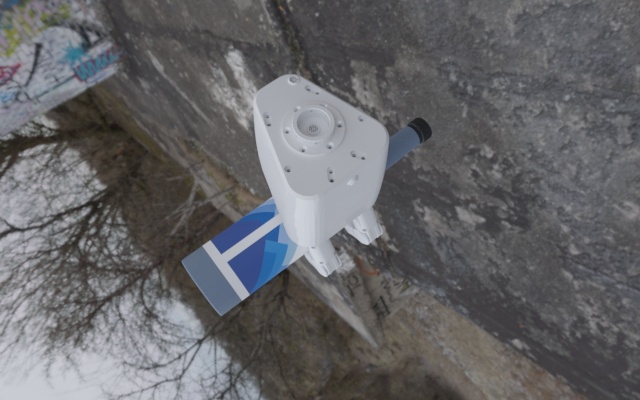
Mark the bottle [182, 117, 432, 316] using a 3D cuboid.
[{"bbox_3d":[0.000,0.002,0.499,0.295,0.069,0.069,-36,10,-14],"label":"bottle"}]
